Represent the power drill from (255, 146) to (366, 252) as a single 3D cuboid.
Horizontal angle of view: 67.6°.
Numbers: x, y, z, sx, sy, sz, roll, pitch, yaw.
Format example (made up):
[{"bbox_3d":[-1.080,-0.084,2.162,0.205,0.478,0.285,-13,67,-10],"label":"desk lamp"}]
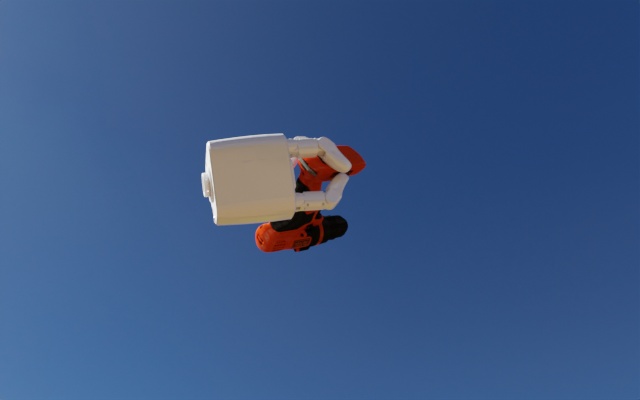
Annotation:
[{"bbox_3d":[0.000,0.002,0.765,0.184,0.188,0.057,-9,45,-41],"label":"power drill"}]
